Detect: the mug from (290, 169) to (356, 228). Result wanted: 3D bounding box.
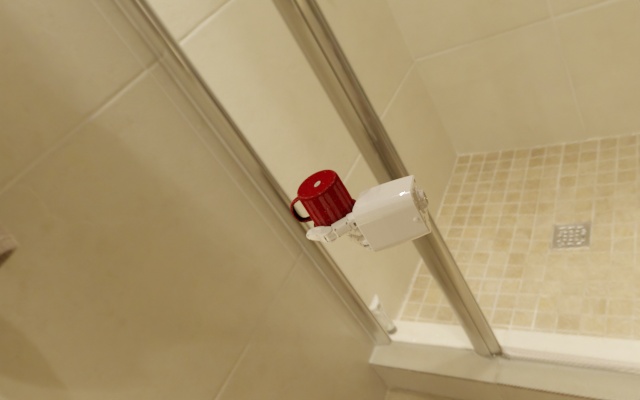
[{"bbox_3d":[-0.001,0.003,0.859,0.117,0.081,0.093,-20,32,20],"label":"mug"}]
